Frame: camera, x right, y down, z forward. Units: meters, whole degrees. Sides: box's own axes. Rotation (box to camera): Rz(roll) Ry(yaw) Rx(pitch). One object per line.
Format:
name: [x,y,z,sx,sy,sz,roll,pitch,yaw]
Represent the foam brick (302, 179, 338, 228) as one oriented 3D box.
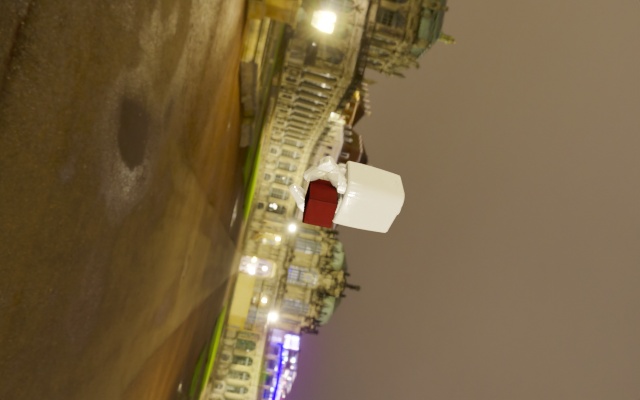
foam brick: [0.000,0.003,0.837,0.051,0.053,0.078,14,32,-6]
